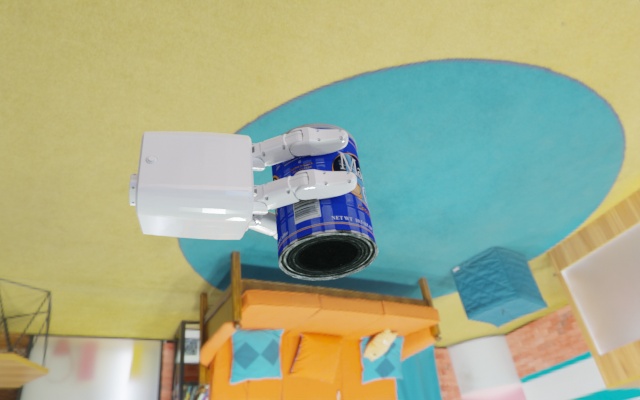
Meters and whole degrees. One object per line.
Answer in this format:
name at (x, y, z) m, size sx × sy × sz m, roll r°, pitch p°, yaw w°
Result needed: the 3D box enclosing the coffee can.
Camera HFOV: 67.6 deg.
coffee can at (0.000, 0.002, 0.522) m, size 0.103 × 0.140 × 0.103 m, roll -6°, pitch -34°, yaw -4°
